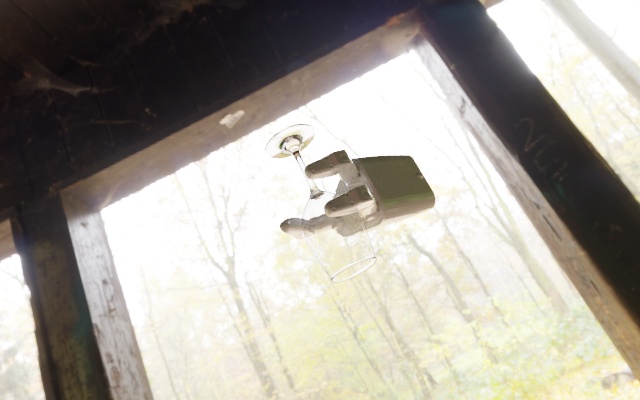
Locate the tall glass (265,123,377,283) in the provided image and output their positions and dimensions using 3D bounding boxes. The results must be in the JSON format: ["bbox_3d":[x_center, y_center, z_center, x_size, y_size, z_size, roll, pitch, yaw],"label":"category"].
[{"bbox_3d":[0.000,0.001,0.612,0.079,0.201,0.079,-22,-22,-10],"label":"tall glass"}]
